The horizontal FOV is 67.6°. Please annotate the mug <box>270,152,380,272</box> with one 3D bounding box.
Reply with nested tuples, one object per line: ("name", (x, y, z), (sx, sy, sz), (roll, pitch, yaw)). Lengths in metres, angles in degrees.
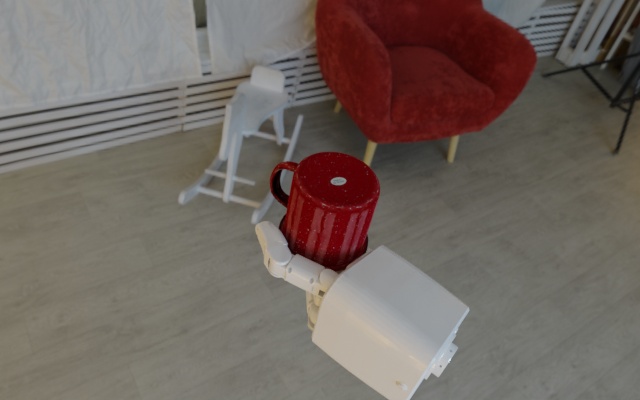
("mug", (-0.001, 0.001, 0.463), (0.117, 0.082, 0.093), (33, 47, 20))
